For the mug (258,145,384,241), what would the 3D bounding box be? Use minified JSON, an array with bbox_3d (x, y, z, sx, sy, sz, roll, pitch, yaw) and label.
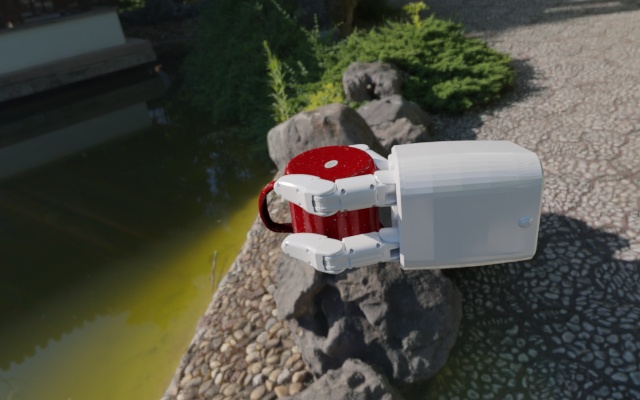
[{"bbox_3d":[-0.001,0.001,0.444,0.117,0.081,0.093,-4,29,7],"label":"mug"}]
